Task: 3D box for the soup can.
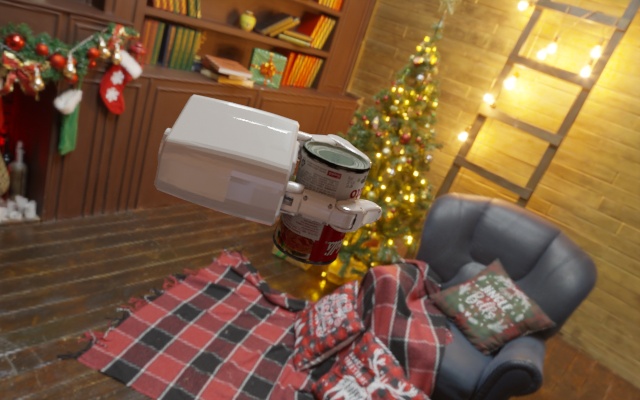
[{"bbox_3d":[0.001,0.001,0.461,0.068,0.102,0.068,17,21,-7],"label":"soup can"}]
